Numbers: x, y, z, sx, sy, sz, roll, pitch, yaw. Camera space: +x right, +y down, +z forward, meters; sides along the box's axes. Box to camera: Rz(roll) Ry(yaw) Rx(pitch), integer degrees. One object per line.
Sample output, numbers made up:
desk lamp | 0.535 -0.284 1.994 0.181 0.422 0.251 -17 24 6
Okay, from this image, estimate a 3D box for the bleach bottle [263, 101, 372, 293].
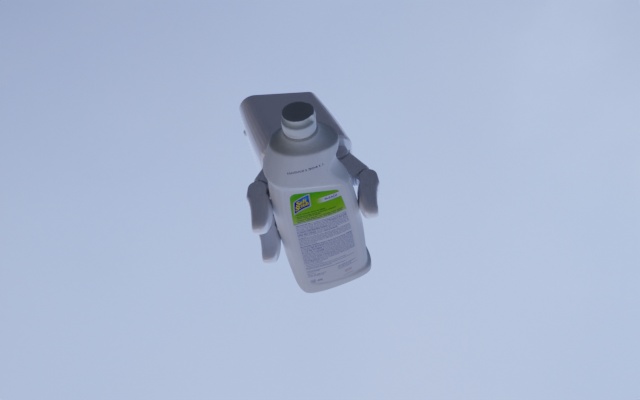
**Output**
bleach bottle | 0.000 0.002 0.509 0.102 0.068 0.251 -20 -40 -10
